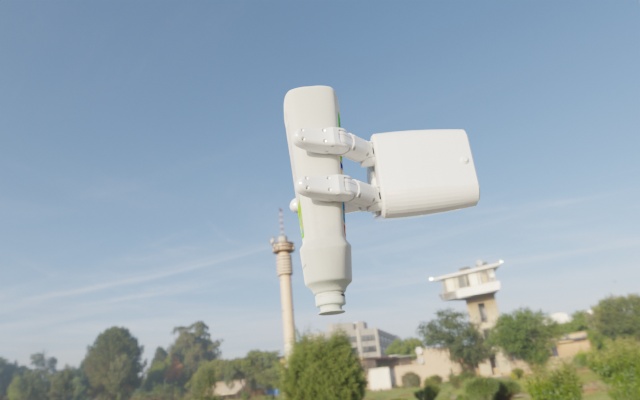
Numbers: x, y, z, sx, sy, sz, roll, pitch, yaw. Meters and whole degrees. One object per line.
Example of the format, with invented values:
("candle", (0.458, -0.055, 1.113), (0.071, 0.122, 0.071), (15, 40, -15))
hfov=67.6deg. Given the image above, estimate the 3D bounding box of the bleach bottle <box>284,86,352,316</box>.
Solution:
("bleach bottle", (0.000, 0.002, 0.538), (0.068, 0.250, 0.103), (-5, -21, -1))
